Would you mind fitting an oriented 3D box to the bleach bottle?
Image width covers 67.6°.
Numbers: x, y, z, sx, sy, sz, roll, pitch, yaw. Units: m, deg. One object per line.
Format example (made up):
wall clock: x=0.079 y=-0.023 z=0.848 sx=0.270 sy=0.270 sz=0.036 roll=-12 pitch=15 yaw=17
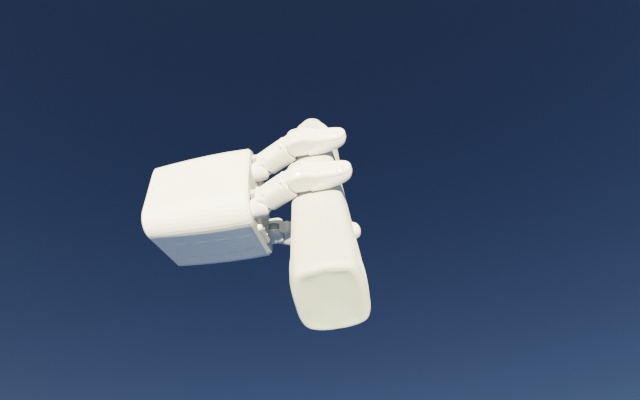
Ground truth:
bleach bottle: x=0.000 y=0.002 z=0.507 sx=0.068 sy=0.103 sz=0.250 roll=-9 pitch=43 yaw=3
